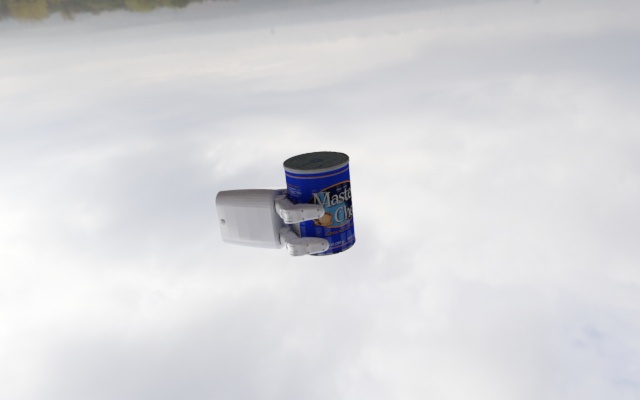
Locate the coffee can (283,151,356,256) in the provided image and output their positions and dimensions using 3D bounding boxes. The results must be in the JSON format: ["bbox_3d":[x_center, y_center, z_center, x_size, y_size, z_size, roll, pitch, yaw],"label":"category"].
[{"bbox_3d":[0.000,0.002,0.753,0.103,0.140,0.102,-5,20,2],"label":"coffee can"}]
